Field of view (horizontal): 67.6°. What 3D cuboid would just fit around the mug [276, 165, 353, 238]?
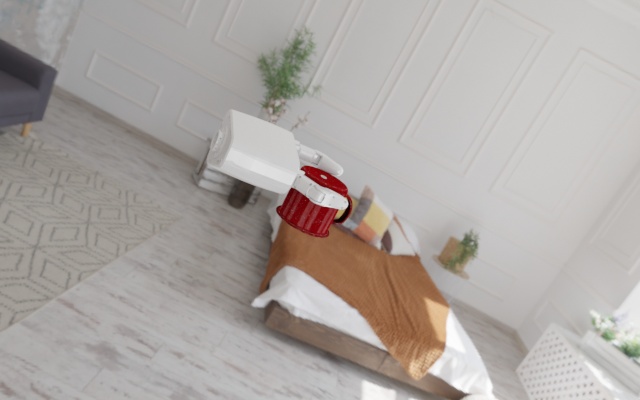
[{"bbox_3d":[0.001,0.003,0.743,0.117,0.081,0.093,20,17,-28],"label":"mug"}]
